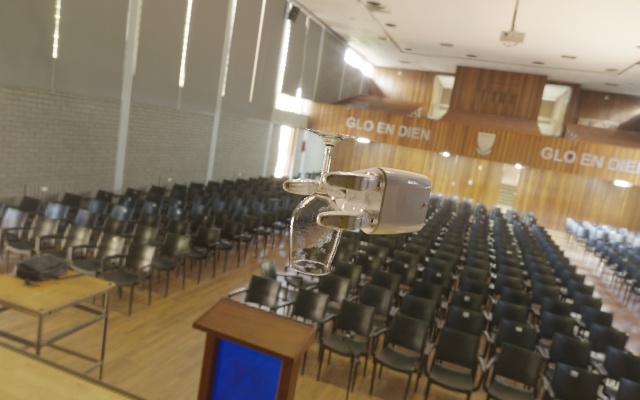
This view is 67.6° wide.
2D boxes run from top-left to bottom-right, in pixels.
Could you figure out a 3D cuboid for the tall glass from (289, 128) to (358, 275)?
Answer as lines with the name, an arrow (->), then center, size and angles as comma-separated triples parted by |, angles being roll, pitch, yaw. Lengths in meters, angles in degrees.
tall glass -> 0.000, 0.002, 0.685 | 0.079, 0.201, 0.079 | 10, 8, -1
